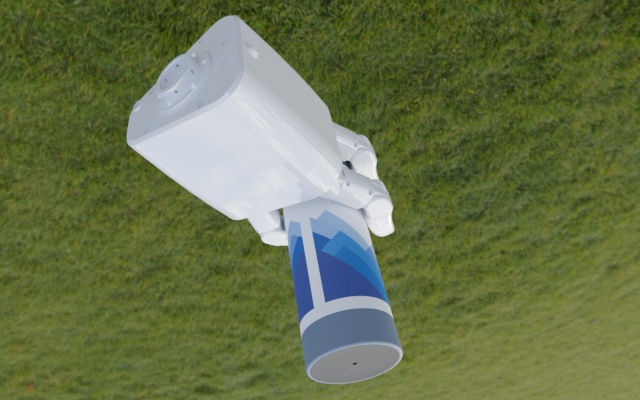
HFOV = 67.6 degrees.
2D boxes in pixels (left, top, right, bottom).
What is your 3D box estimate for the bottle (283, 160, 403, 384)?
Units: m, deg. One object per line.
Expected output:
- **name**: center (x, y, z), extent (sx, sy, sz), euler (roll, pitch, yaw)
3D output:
- **bottle**: center (0.000, 0.002, 0.417), extent (0.069, 0.295, 0.069), euler (-7, -41, -6)
